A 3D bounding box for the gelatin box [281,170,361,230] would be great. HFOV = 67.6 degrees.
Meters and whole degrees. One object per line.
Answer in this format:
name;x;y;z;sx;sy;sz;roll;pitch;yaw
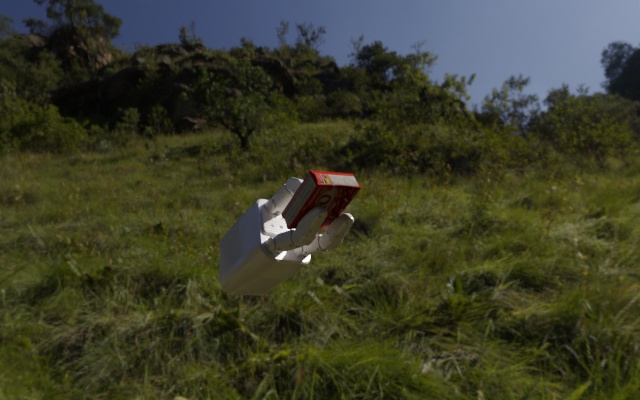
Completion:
gelatin box;0.000;0.002;0.637;0.073;0.030;0.089;3;-44;-38
